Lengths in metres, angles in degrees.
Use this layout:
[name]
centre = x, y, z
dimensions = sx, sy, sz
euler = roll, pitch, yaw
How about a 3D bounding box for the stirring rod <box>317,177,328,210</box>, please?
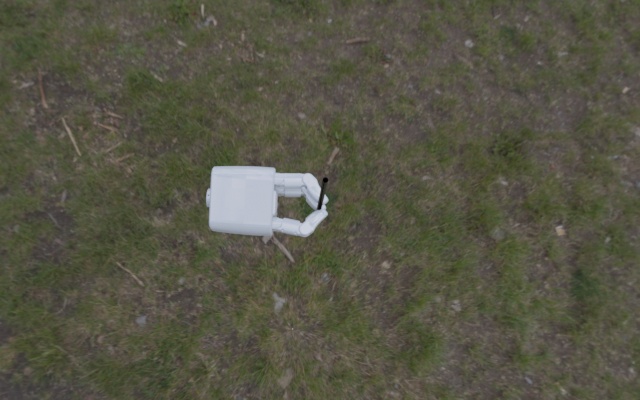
[stirring rod]
centre = 0.000, 0.003, 0.782
dimensions = 0.011, 0.011, 0.239
euler = 0, -15, -3
